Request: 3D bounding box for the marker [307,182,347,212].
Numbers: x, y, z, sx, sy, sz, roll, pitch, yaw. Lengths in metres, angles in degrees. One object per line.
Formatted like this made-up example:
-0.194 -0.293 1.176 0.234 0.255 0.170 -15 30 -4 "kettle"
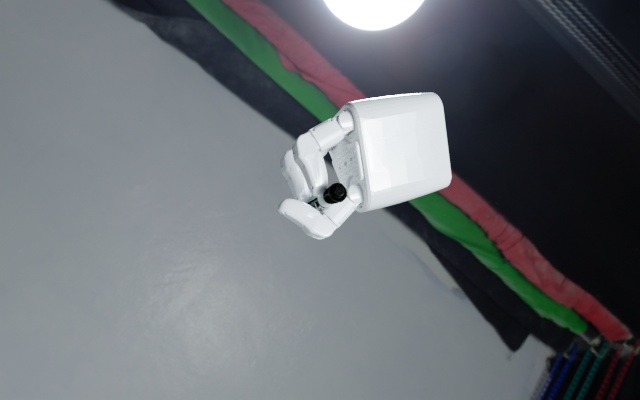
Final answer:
0.000 0.002 0.495 0.020 0.020 0.121 0 -10 -18 "marker"
